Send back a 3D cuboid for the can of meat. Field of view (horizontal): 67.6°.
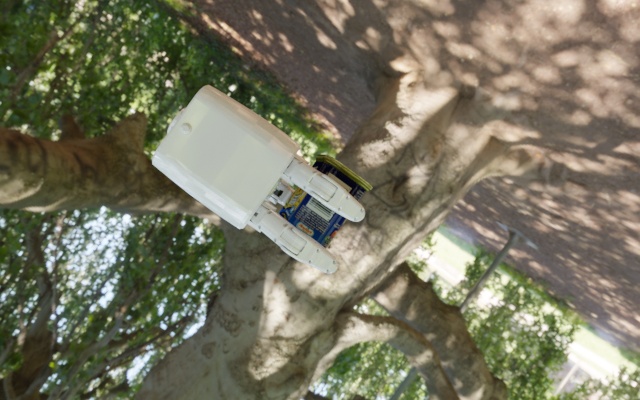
[{"bbox_3d":[0.000,0.002,0.500,0.057,0.084,0.102,35,0,-10],"label":"can of meat"}]
